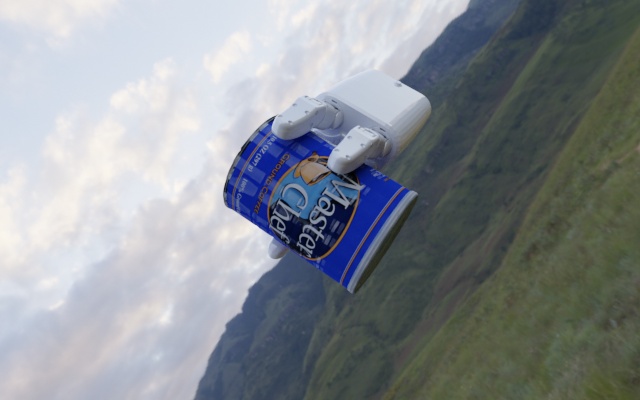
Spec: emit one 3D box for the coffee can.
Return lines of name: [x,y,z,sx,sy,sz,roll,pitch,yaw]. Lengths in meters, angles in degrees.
coffee can: [0.000,0.002,0.427,0.140,0.103,0.103,33,8,13]
